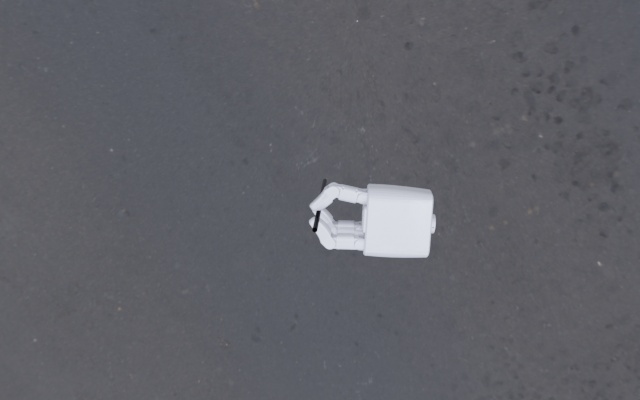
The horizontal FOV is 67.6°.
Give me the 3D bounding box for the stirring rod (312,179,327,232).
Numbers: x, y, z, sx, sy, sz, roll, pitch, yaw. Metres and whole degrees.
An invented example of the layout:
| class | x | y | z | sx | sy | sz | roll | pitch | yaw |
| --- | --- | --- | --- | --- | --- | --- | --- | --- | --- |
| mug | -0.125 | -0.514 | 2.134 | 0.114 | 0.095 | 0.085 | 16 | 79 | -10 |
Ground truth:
| class | x | y | z | sx | sy | sz | roll | pitch | yaw |
| --- | --- | --- | --- | --- | --- | --- | --- | --- | --- |
| stirring rod | 0.000 | 0.003 | 0.835 | 0.011 | 0.011 | 0.239 | 0 | 21 | 4 |
